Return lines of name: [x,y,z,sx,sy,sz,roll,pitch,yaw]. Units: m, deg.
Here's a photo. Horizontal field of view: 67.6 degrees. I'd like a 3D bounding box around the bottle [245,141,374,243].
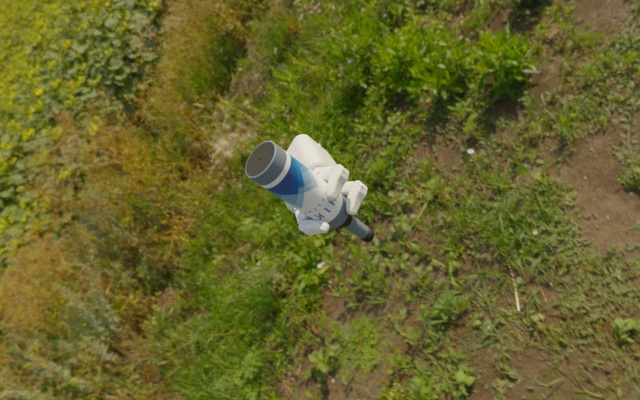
bottle: [0.000,0.003,0.823,0.069,0.069,0.296,0,-27,45]
